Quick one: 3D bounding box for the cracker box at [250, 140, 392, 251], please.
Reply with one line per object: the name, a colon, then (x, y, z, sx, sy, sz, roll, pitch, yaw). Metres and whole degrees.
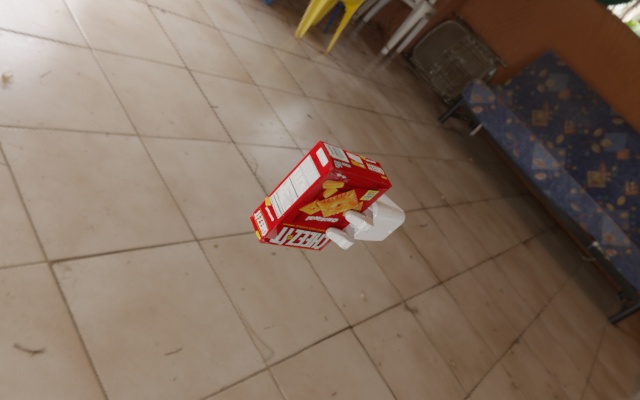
cracker box: (0.000, 0.003, 0.880, 0.164, 0.072, 0.214, 14, -49, -44)
